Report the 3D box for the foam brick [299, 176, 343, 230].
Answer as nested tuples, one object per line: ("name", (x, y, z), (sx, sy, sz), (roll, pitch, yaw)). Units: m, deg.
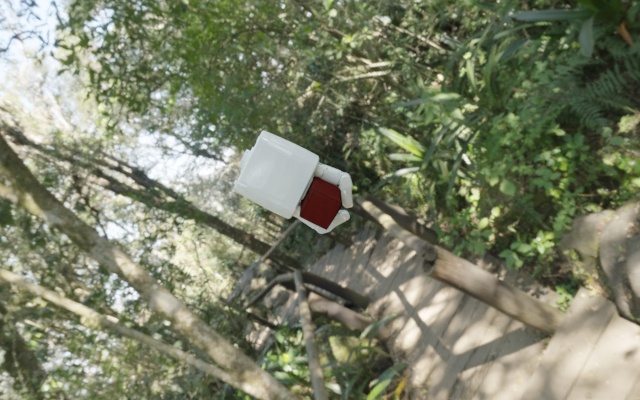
("foam brick", (0.000, 0.003, 0.775), (0.051, 0.053, 0.078), (27, 17, -10))
